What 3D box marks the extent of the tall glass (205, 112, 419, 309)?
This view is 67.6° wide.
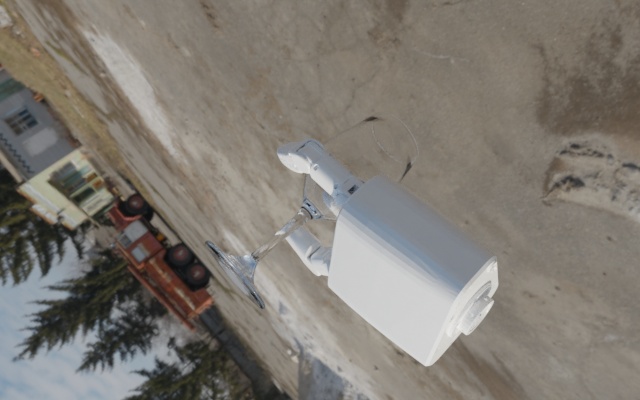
[{"bbox_3d":[-0.001,0.002,0.428,0.201,0.079,0.079,-41,16,-19],"label":"tall glass"}]
